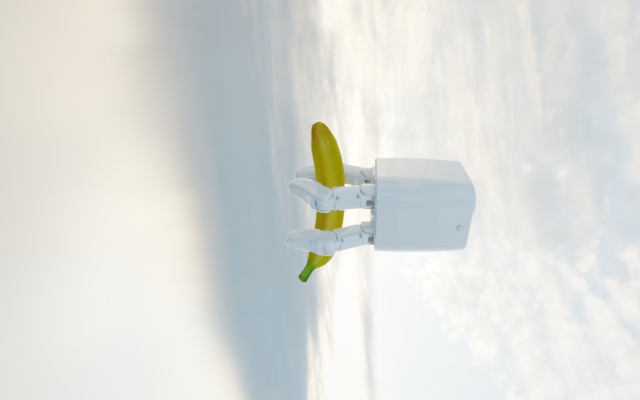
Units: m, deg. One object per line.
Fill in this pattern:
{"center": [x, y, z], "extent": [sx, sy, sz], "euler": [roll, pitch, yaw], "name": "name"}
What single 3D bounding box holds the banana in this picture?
{"center": [0.007, 0.001, 0.584], "extent": [0.037, 0.198, 0.069], "euler": [10, 17, 20], "name": "banana"}
